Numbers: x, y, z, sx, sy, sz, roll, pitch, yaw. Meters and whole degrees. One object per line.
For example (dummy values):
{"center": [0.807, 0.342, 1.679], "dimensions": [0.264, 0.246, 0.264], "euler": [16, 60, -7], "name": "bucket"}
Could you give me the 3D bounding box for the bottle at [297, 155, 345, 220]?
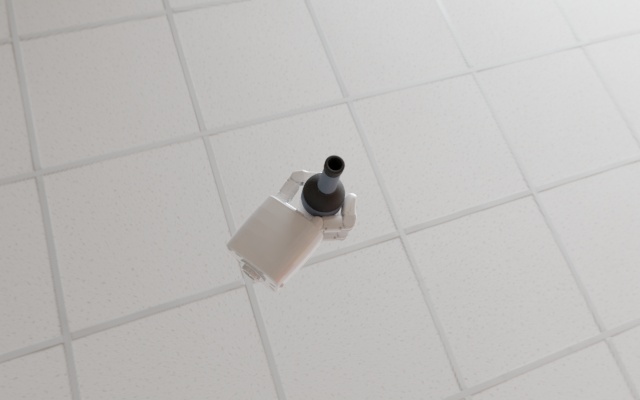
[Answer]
{"center": [0.000, 0.003, 0.763], "dimensions": [0.069, 0.069, 0.296], "euler": [0, -20, -8], "name": "bottle"}
